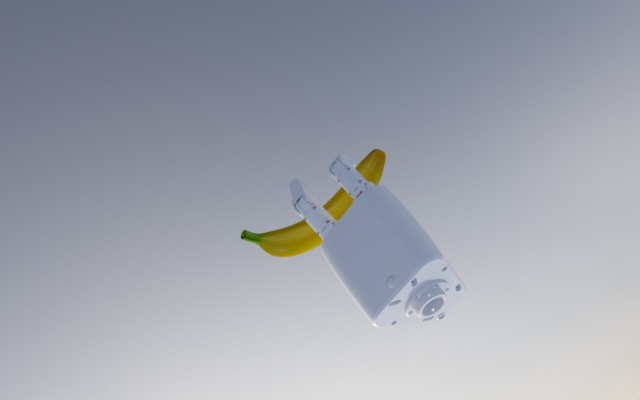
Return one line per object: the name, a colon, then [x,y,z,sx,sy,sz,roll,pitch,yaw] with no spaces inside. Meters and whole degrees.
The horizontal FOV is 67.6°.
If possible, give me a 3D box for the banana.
banana: [0.005,0.015,0.577,0.198,0.070,0.037,-33,43,0]
